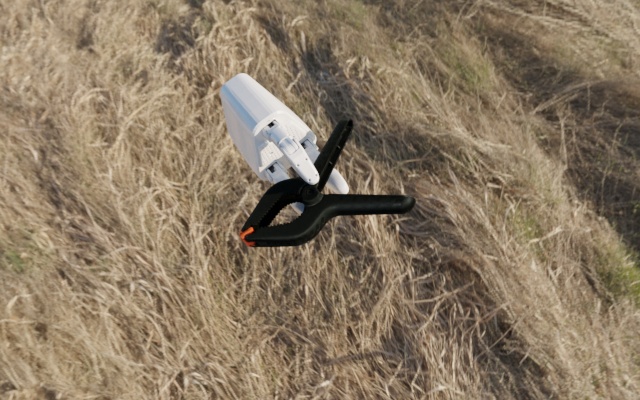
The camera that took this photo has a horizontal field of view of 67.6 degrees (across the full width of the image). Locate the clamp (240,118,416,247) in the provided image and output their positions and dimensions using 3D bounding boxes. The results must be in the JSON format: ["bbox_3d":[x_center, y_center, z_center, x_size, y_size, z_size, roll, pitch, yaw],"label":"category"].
[{"bbox_3d":[-0.001,0.002,0.591,0.210,0.164,0.036,-37,-34,-6],"label":"clamp"}]
